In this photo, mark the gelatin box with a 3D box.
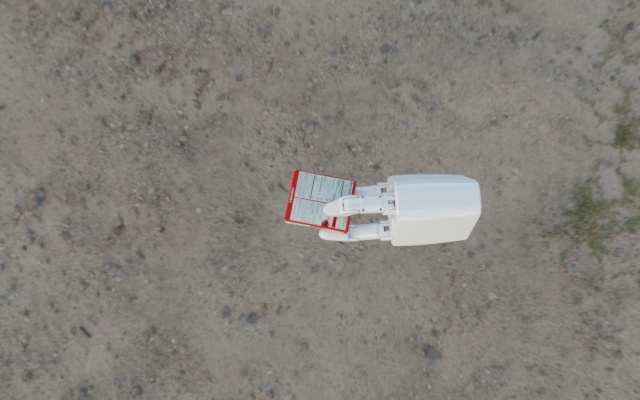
[{"bbox_3d":[0.000,0.002,0.657,0.089,0.073,0.030,11,-8,1],"label":"gelatin box"}]
